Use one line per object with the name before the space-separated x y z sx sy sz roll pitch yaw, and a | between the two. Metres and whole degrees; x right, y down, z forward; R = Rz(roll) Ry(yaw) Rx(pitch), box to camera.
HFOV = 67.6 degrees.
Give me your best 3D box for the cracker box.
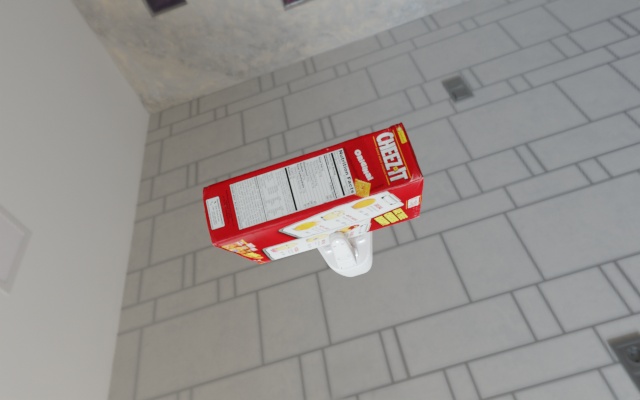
cracker box | 0.000 0.002 0.534 0.214 0.072 0.164 -18 -16 5
